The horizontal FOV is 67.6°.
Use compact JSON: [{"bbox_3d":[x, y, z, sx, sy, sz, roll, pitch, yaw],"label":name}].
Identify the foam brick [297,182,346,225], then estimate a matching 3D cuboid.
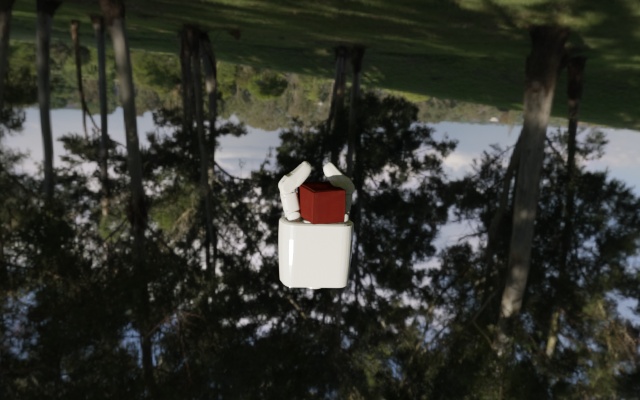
[{"bbox_3d":[0.000,0.002,0.734,0.053,0.051,0.078,-2,12,-21],"label":"foam brick"}]
